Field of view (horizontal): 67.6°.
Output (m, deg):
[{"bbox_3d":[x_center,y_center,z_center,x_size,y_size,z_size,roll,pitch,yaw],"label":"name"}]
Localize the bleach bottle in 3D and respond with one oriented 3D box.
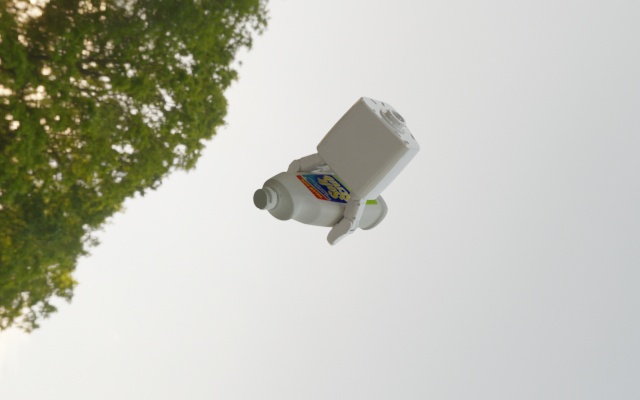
[{"bbox_3d":[0.000,0.002,0.738,0.251,0.102,0.068,-2,-39,-52],"label":"bleach bottle"}]
